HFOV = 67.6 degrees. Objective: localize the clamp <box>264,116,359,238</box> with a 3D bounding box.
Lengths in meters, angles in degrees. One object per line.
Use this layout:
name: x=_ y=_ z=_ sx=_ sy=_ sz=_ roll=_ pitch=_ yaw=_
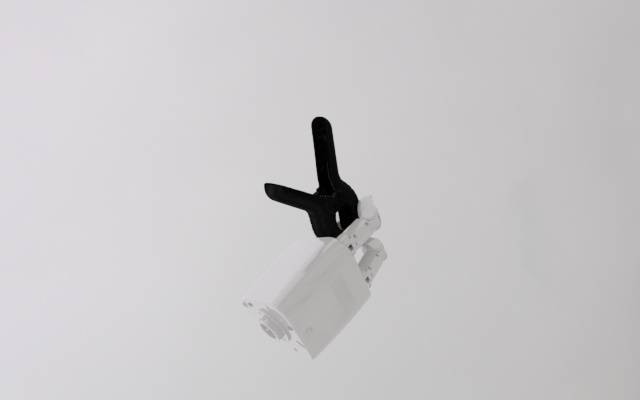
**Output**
clamp: x=0.000 y=0.002 z=0.564 sx=0.039 sy=0.171 sz=0.120 roll=10 pitch=46 yaw=47
